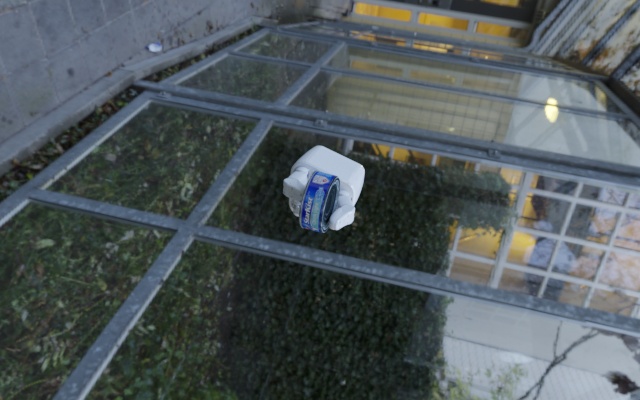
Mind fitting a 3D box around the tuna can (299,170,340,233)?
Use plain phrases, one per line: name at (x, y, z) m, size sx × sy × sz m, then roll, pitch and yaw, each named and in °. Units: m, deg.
tuna can at (0.001, 0.002, 0.684) m, size 0.034 × 0.086 × 0.086 m, roll 15°, pitch 3°, yaw 13°
